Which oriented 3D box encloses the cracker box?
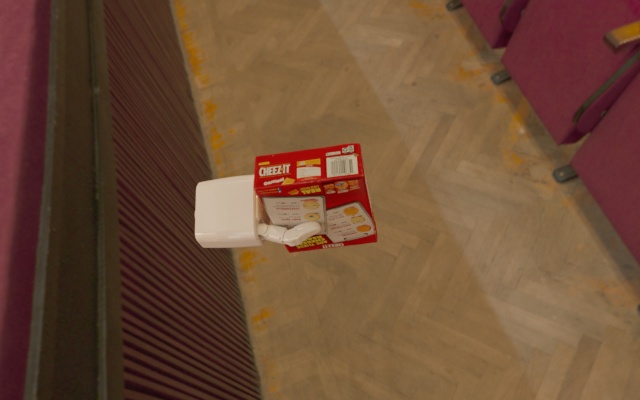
[{"bbox_3d":[0.000,0.003,0.783,0.164,0.072,0.214,-7,-32,8],"label":"cracker box"}]
